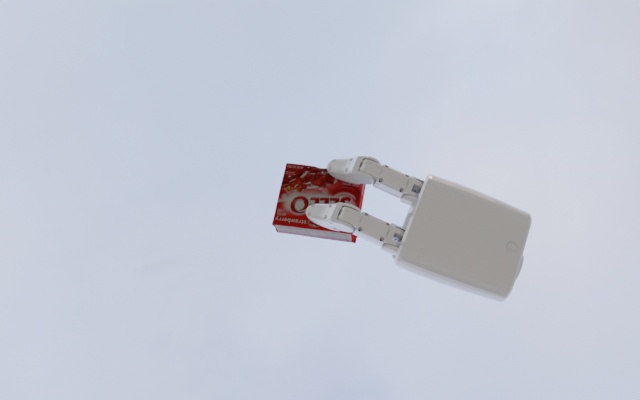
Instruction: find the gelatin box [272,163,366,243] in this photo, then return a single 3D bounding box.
[{"bbox_3d":[0.000,0.002,0.510,0.089,0.073,0.030,7,-23,10],"label":"gelatin box"}]
